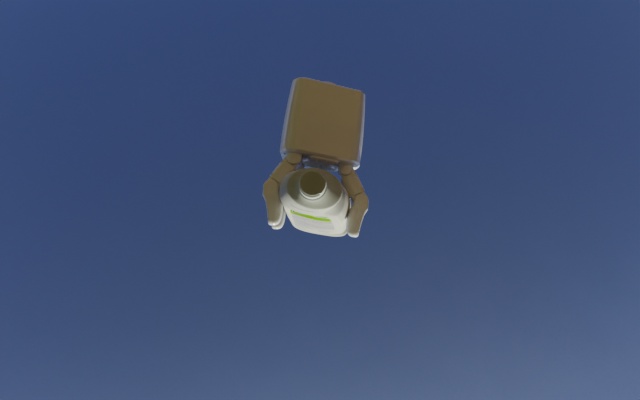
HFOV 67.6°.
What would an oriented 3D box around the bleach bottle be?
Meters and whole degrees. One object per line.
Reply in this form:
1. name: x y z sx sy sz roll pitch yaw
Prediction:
1. bleach bottle: 0.000 0.002 0.651 0.102 0.068 0.251 8 -9 1
